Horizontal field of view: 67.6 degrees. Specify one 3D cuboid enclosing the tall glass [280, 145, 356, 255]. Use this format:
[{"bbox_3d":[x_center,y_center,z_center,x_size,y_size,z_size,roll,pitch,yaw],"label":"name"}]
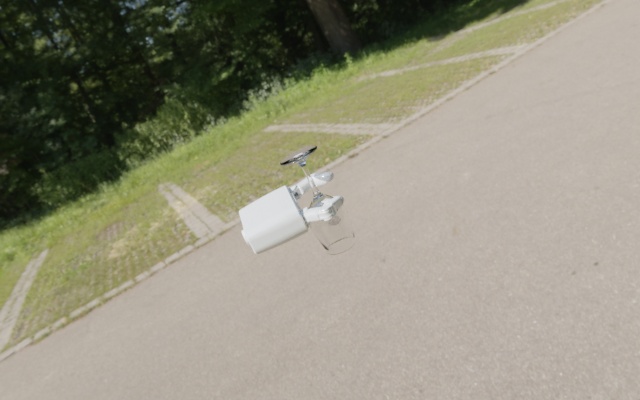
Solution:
[{"bbox_3d":[0.000,0.002,0.896,0.079,0.201,0.079,-23,19,8],"label":"tall glass"}]
